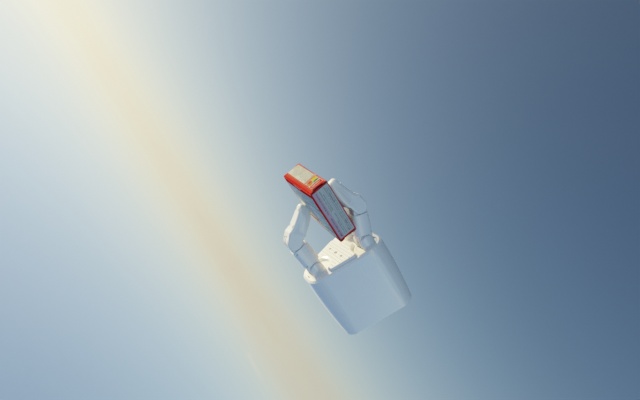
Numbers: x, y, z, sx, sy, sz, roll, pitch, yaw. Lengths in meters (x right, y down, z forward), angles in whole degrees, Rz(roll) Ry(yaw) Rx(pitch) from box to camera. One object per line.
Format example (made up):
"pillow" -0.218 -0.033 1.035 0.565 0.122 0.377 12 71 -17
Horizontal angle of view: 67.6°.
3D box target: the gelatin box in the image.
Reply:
"gelatin box" 0.000 0.002 0.604 0.030 0.089 0.073 -41 35 -10
